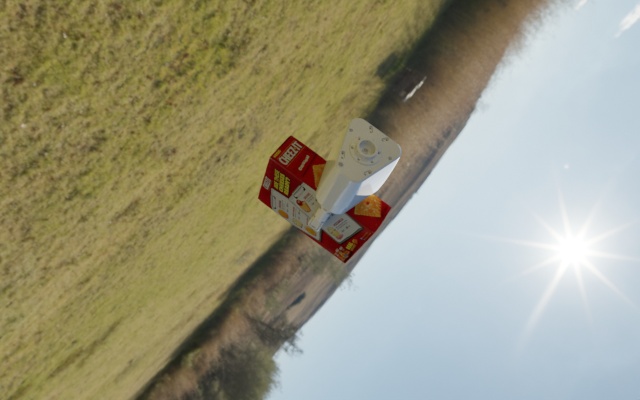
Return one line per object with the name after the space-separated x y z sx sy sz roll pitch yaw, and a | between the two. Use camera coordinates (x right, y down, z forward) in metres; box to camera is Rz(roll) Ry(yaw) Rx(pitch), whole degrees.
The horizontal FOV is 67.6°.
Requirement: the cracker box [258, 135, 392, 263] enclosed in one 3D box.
0.000 0.003 0.861 0.213 0.072 0.164 37 -29 4 | cracker box
